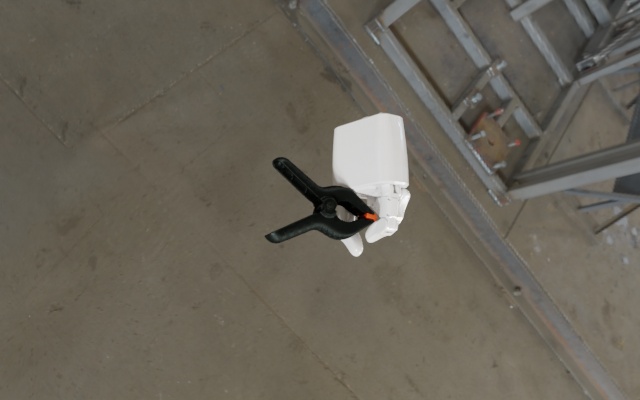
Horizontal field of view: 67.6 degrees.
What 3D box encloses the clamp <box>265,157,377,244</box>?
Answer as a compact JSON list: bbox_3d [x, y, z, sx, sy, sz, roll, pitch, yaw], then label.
[{"bbox_3d":[0.001,0.002,0.674,0.171,0.120,0.039,4,-11,-30],"label":"clamp"}]
